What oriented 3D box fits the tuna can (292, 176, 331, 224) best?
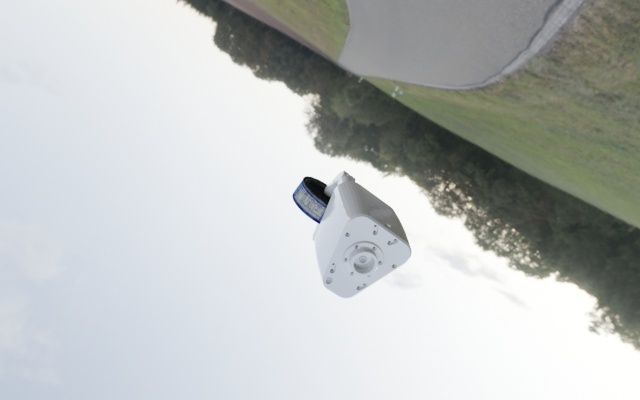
[{"bbox_3d":[0.000,0.003,0.725,0.086,0.034,0.086,33,19,-13],"label":"tuna can"}]
